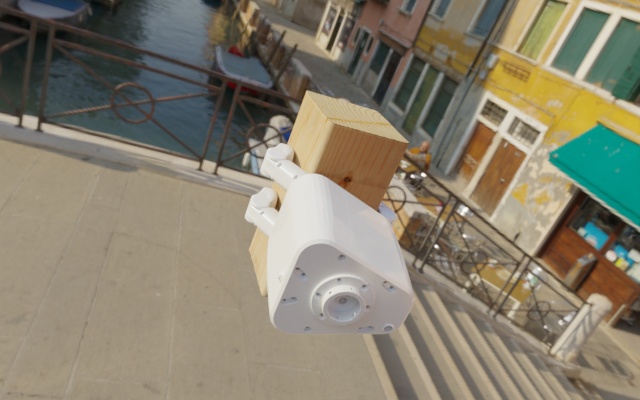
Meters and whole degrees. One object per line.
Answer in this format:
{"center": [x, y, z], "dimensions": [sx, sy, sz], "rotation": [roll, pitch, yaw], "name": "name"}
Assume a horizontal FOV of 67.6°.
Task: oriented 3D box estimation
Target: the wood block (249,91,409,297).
{"center": [0.001, 0.002, 0.521], "dimensions": [0.091, 0.206, 0.090], "rotation": [11, 27, -25], "name": "wood block"}
